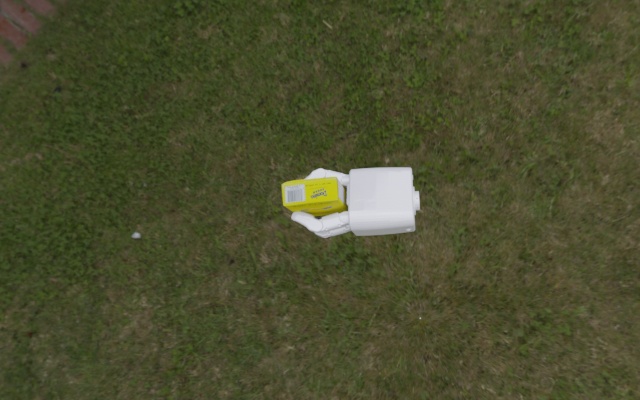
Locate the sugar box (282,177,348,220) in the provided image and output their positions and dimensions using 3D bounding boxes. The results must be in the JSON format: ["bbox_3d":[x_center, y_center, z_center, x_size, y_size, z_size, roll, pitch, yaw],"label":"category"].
[{"bbox_3d":[0.000,0.003,0.841,0.093,0.048,0.176,-5,-15,11],"label":"sugar box"}]
